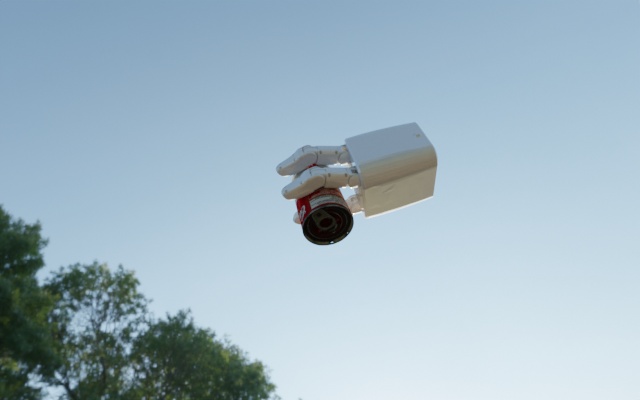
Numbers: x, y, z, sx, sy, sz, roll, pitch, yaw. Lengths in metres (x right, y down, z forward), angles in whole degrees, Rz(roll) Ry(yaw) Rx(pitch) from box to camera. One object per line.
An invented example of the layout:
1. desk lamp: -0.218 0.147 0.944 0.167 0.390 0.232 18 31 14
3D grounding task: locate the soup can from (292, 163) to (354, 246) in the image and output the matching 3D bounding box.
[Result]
1. soup can: 0.000 0.002 0.649 0.068 0.068 0.102 0 38 -15
